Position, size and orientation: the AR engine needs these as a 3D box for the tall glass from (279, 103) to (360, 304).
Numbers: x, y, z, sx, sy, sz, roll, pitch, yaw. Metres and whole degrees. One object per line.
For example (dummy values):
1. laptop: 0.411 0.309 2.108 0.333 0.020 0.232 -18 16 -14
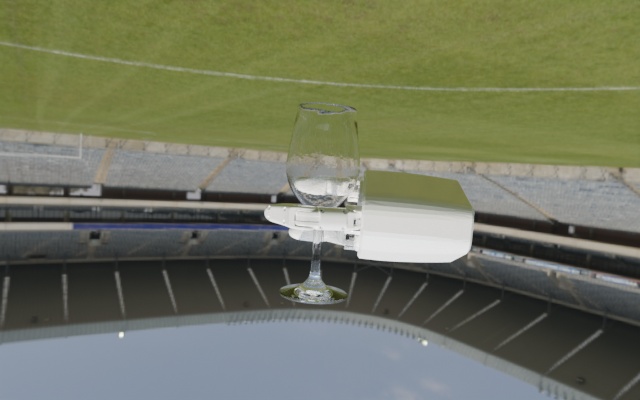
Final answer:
1. tall glass: 0.000 0.002 0.507 0.079 0.201 0.079 4 4 0
